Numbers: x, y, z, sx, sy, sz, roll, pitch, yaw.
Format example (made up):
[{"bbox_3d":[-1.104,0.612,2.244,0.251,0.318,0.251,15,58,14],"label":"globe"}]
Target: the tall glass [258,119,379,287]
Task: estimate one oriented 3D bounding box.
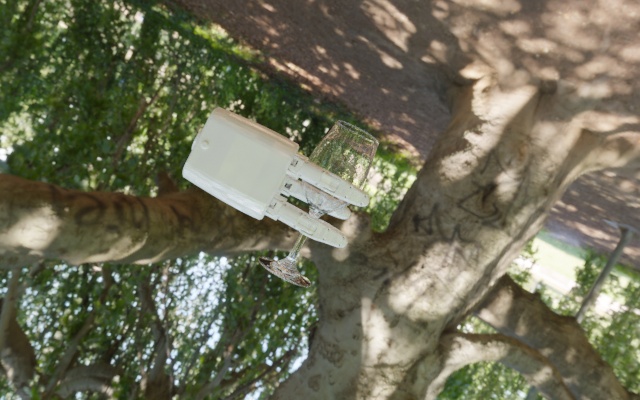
[{"bbox_3d":[0.000,0.003,0.596,0.079,0.201,0.079,28,2,-1],"label":"tall glass"}]
